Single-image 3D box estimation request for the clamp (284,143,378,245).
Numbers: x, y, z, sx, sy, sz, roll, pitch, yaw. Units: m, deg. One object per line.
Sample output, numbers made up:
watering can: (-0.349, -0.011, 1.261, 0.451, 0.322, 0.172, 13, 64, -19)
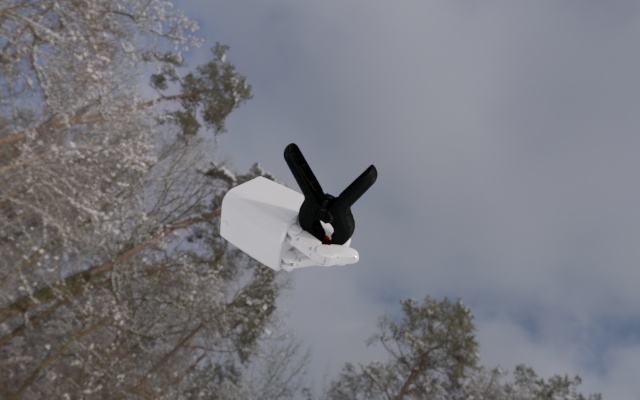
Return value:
clamp: (0.000, 0.002, 0.625, 0.120, 0.172, 0.039, 28, 42, 15)
